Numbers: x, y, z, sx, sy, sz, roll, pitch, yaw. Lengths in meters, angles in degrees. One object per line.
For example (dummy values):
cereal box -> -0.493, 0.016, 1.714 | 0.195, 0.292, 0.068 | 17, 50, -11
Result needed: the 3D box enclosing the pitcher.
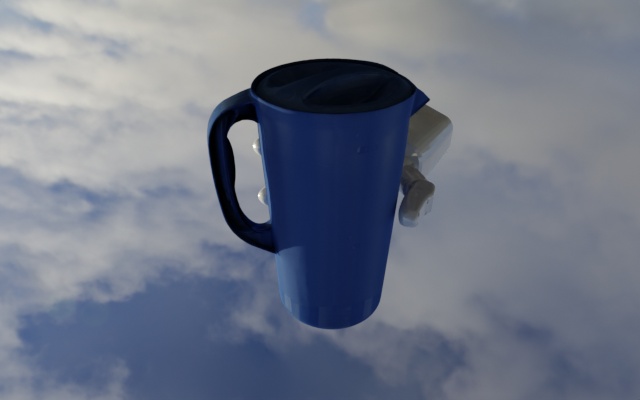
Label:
pitcher -> 0.000, 0.001, 0.445 | 0.149, 0.243, 0.145 | 18, 36, 26
